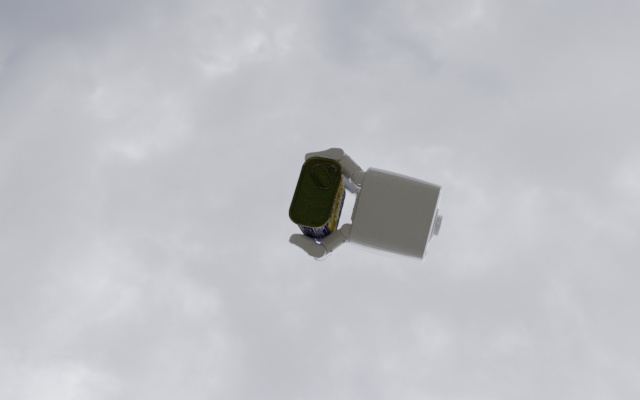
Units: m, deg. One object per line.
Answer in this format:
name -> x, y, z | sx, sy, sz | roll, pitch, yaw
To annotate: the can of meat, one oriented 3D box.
can of meat -> 0.000, 0.002, 0.678 | 0.057, 0.102, 0.084 | 11, -19, 14
